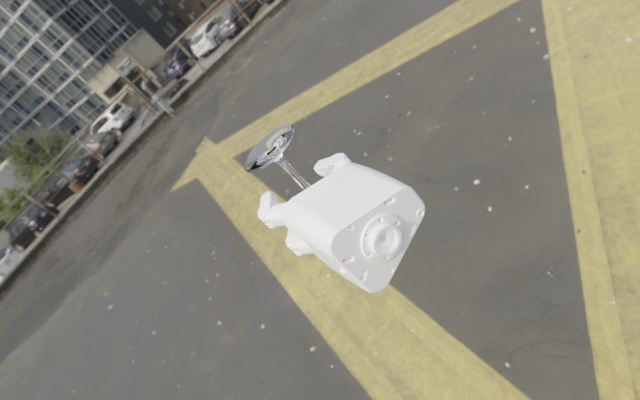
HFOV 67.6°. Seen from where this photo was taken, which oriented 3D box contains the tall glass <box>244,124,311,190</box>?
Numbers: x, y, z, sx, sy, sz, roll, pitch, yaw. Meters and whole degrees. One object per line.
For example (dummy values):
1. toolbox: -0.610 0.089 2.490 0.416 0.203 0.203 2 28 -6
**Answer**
1. tall glass: 0.000 0.001 0.595 0.079 0.079 0.201 0 -39 51
